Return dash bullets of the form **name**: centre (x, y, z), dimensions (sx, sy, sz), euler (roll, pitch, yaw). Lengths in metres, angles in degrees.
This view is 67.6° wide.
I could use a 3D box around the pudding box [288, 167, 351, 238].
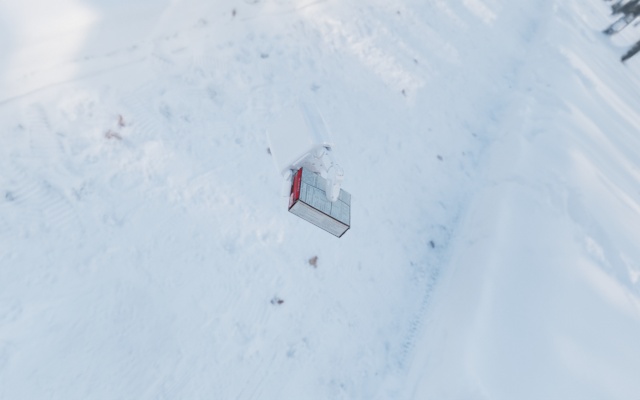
- **pudding box**: centre (0.000, 0.003, 0.840), dimensions (0.113, 0.090, 0.039), euler (27, -50, -20)
